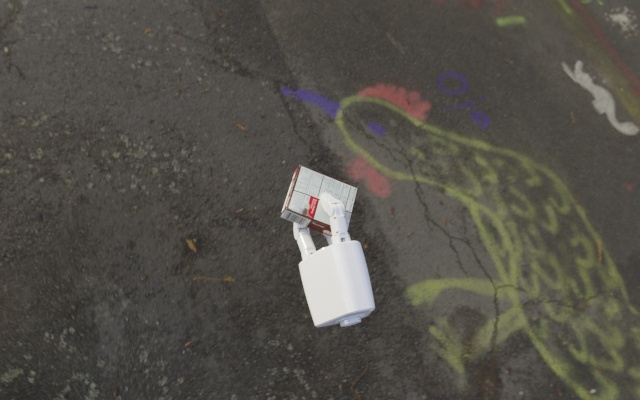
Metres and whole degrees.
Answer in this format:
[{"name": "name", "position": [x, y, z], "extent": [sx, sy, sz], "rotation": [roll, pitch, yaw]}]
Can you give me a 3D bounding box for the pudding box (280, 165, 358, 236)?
[{"name": "pudding box", "position": [0.000, 0.003, 0.798], "extent": [0.113, 0.090, 0.039], "rotation": [22, -29, -12]}]
